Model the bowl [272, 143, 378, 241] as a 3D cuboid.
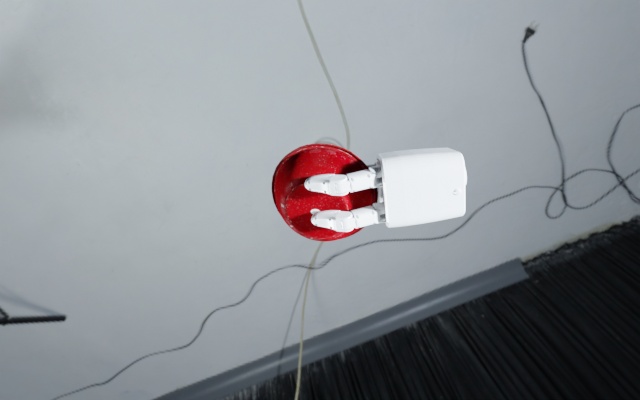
[{"bbox_3d":[-0.001,0.003,0.688,0.162,0.162,0.055,0,29,13],"label":"bowl"}]
